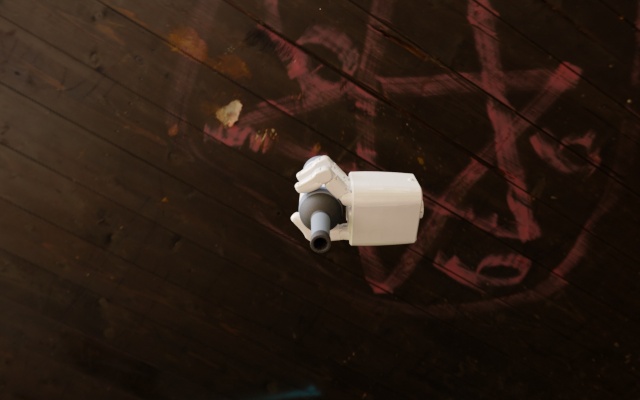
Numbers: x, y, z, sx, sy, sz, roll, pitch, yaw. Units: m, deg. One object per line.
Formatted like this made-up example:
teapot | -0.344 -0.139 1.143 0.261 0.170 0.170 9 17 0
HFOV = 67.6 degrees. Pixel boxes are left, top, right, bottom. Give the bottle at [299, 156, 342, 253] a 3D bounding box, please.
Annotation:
bottle | 0.000 0.002 0.759 0.069 0.069 0.295 0 22 0
